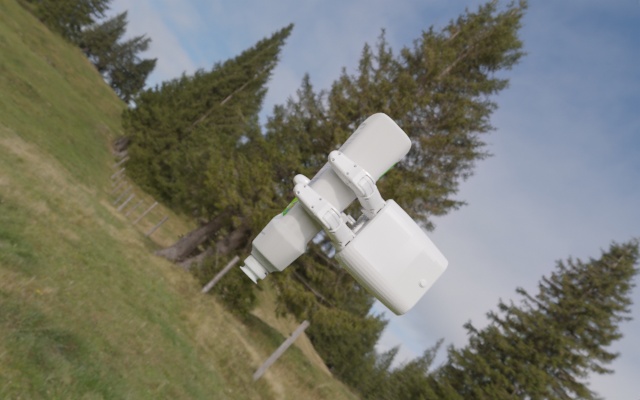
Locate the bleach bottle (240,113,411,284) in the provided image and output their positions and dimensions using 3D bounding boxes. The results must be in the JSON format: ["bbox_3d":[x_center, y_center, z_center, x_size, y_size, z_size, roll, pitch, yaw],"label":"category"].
[{"bbox_3d":[0.000,0.002,0.594,0.251,0.068,0.102,-45,3,-11],"label":"bleach bottle"}]
